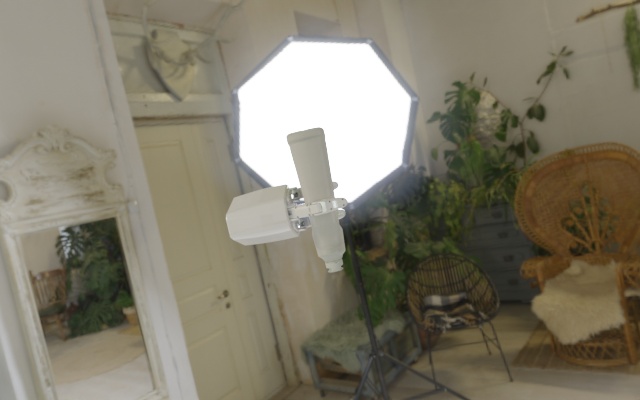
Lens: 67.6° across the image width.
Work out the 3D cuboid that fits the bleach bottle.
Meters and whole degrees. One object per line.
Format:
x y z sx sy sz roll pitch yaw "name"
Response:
0.000 0.003 0.837 0.068 0.251 0.102 -12 3 2 "bleach bottle"
